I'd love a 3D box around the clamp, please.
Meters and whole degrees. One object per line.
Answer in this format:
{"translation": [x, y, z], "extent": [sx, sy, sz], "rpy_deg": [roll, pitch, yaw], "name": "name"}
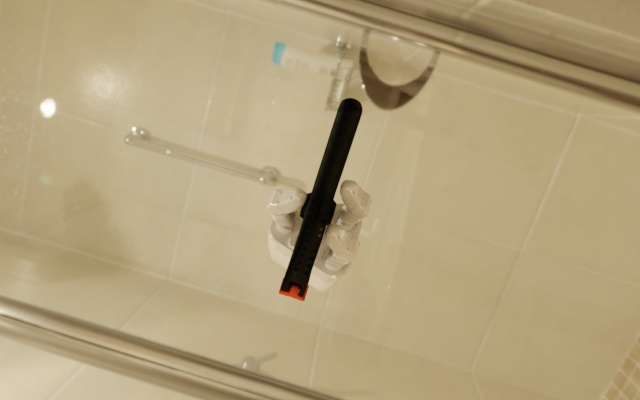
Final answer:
{"translation": [-0.001, 0.002, 0.522], "extent": [0.036, 0.210, 0.165], "rpy_deg": [17, -23, 0], "name": "clamp"}
